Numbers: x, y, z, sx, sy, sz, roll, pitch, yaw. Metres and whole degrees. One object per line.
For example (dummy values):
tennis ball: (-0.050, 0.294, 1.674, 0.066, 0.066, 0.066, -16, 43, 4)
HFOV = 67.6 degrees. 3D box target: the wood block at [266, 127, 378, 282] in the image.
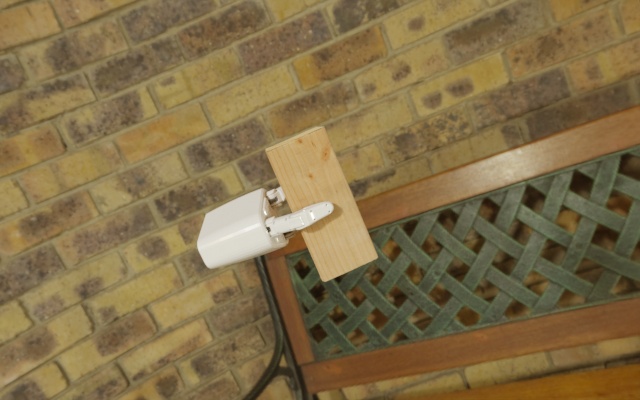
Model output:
wood block: (0.000, 0.002, 0.715, 0.090, 0.206, 0.091, -24, 11, -3)
